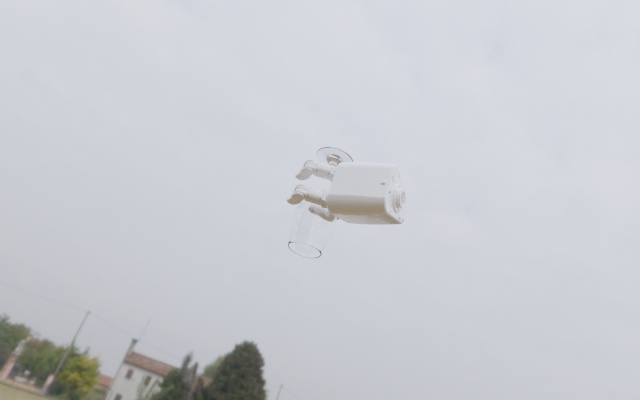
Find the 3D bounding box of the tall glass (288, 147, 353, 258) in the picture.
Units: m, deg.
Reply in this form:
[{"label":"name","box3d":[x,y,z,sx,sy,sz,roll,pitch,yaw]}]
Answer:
[{"label":"tall glass","box3d":[0.000,0.002,0.875,0.079,0.201,0.079,15,-28,8]}]
